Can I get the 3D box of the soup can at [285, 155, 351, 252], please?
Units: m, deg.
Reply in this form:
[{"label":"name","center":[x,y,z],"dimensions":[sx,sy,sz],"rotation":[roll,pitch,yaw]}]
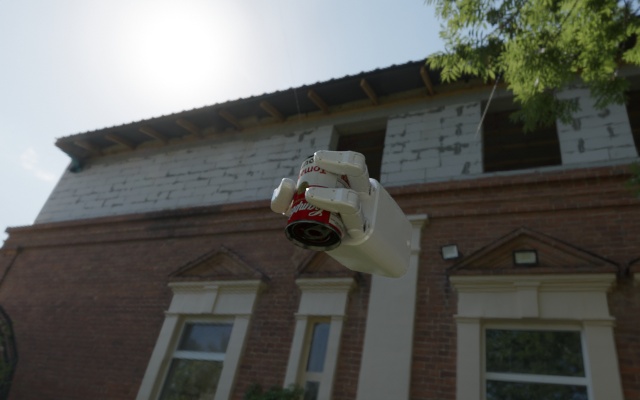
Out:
[{"label":"soup can","center":[0.000,0.001,0.587],"dimensions":[0.068,0.102,0.069],"rotation":[9,-33,6]}]
